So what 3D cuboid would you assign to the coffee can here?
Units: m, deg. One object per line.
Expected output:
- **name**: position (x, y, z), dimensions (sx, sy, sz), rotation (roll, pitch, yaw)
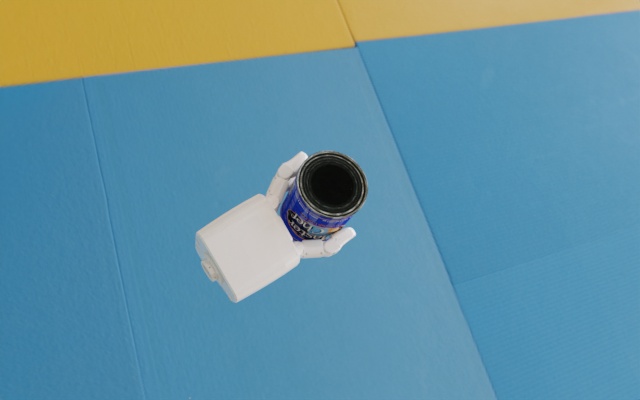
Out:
- **coffee can**: position (0.000, 0.002, 0.717), dimensions (0.103, 0.102, 0.140), rotation (0, -22, -15)
